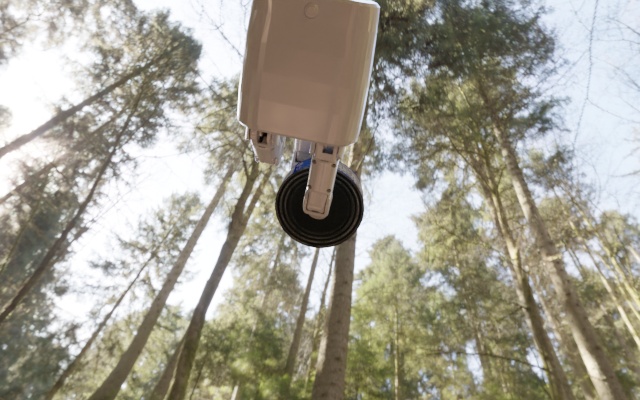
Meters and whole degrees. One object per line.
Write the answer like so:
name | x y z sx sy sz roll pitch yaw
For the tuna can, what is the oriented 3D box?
tuna can | 0.000 0.001 0.471 0.086 0.086 0.033 0 24 5
